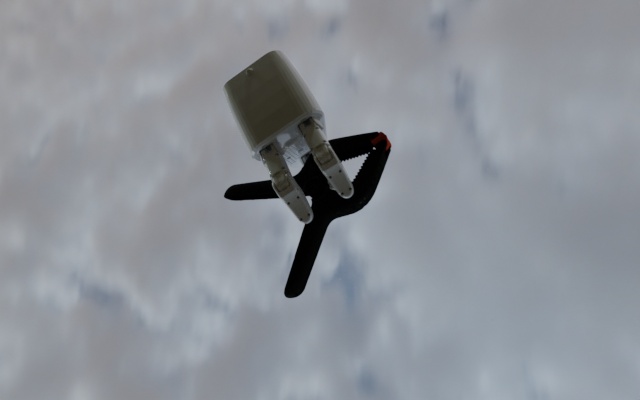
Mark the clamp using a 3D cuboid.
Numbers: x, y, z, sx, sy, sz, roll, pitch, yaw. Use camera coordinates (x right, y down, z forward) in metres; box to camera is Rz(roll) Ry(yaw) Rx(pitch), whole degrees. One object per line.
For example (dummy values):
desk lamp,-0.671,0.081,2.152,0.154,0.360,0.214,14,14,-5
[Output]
clamp,0.001,0.002,0.559,0.210,0.164,0.036,-32,-22,10
